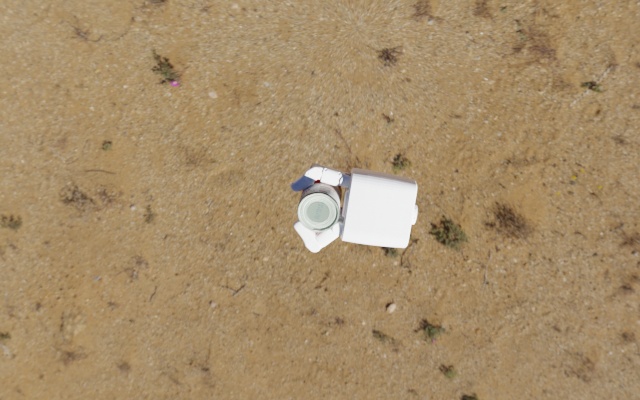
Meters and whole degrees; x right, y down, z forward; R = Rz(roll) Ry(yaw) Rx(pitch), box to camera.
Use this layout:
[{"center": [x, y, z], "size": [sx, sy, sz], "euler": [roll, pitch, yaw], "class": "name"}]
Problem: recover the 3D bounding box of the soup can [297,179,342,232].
[{"center": [0.000, 0.002, 0.779], "size": [0.068, 0.068, 0.102], "euler": [0, 20, 4], "class": "soup can"}]
